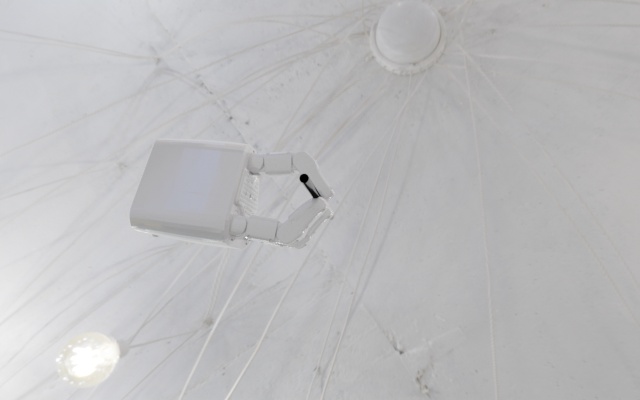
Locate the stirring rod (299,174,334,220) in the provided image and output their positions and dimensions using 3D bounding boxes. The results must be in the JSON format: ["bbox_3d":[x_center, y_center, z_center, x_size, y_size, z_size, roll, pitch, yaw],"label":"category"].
[{"bbox_3d":[0.000,0.002,0.510,0.011,0.011,0.239,0,-10,7],"label":"stirring rod"}]
